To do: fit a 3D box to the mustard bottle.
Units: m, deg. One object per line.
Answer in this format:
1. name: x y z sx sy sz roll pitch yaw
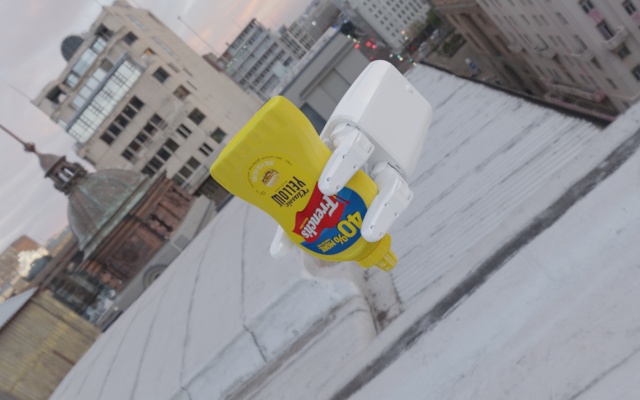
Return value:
1. mustard bottle: 0.000 0.001 0.440 0.096 0.192 0.058 -40 18 26
